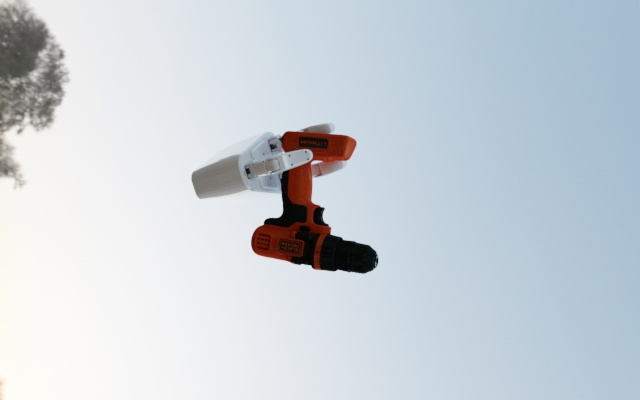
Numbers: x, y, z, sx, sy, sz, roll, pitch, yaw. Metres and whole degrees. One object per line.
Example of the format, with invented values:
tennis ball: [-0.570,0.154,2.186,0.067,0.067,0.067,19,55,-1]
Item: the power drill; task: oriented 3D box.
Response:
power drill: [0.000,0.002,0.665,0.184,0.187,0.057,8,-3,16]
